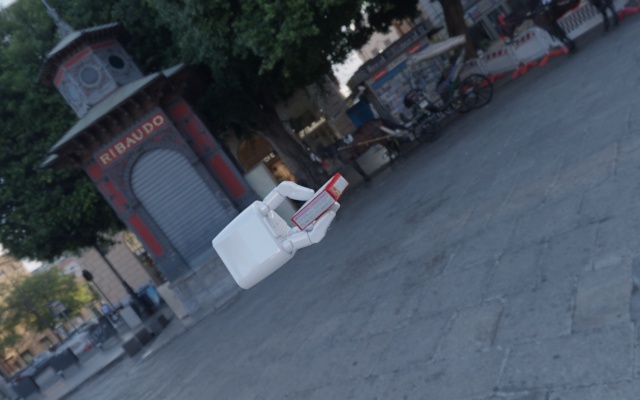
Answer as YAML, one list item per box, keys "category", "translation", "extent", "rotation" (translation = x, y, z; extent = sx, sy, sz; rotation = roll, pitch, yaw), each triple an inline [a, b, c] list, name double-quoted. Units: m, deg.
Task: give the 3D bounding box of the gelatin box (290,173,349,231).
- category: "gelatin box"
  translation: [0.000, 0.002, 0.781]
  extent: [0.089, 0.030, 0.073]
  rotation: [-42, 4, 30]
